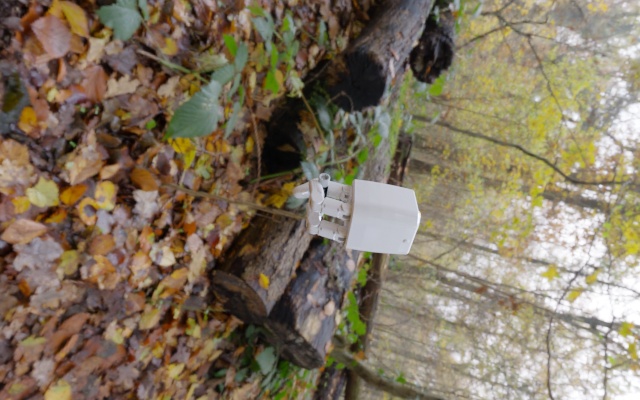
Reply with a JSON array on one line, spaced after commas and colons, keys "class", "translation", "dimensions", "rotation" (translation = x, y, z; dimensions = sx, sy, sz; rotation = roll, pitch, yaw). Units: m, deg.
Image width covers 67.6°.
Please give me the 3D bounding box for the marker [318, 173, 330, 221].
[{"class": "marker", "translation": [0.000, 0.003, 0.822], "dimensions": [0.020, 0.020, 0.121], "rotation": [0, -43, -8]}]
